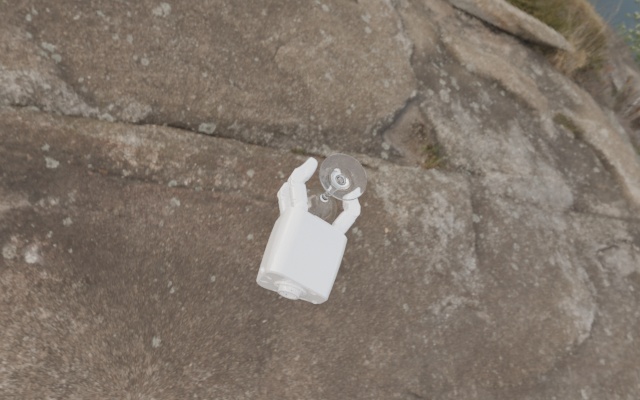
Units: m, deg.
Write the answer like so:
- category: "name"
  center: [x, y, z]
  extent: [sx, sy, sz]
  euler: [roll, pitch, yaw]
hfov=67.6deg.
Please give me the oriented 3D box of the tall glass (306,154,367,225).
- category: "tall glass"
  center: [0.000, 0.002, 0.774]
  extent: [0.079, 0.079, 0.201]
  euler: [0, -22, -21]
